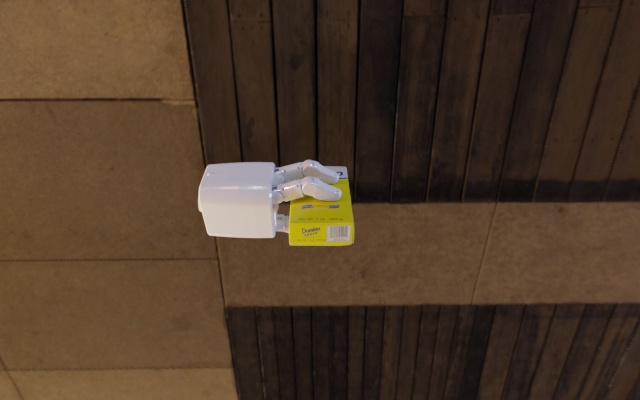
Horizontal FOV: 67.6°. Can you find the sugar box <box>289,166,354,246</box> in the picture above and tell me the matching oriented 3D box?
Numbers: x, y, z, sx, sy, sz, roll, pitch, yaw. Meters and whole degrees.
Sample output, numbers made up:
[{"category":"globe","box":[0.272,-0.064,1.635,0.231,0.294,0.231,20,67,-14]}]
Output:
[{"category":"sugar box","box":[0.000,0.002,0.742,0.093,0.048,0.176,0,33,-2]}]
